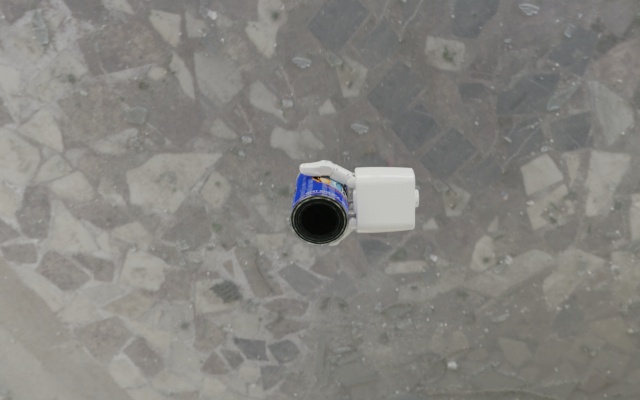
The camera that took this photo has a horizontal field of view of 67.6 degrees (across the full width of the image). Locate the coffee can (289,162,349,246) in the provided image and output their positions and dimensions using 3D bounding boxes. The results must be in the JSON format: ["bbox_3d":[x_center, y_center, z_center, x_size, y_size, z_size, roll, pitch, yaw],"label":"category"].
[{"bbox_3d":[0.000,0.003,0.877,0.103,0.103,0.140,0,28,3],"label":"coffee can"}]
